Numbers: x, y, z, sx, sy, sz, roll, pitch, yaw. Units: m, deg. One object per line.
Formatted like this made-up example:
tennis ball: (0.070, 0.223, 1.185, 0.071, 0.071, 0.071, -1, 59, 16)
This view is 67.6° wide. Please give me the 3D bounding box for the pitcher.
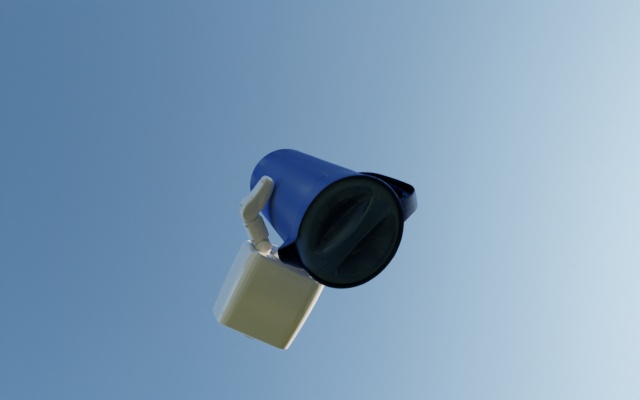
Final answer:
pitcher: (0.000, 0.002, 0.627, 0.149, 0.145, 0.242, 25, 5, -29)
